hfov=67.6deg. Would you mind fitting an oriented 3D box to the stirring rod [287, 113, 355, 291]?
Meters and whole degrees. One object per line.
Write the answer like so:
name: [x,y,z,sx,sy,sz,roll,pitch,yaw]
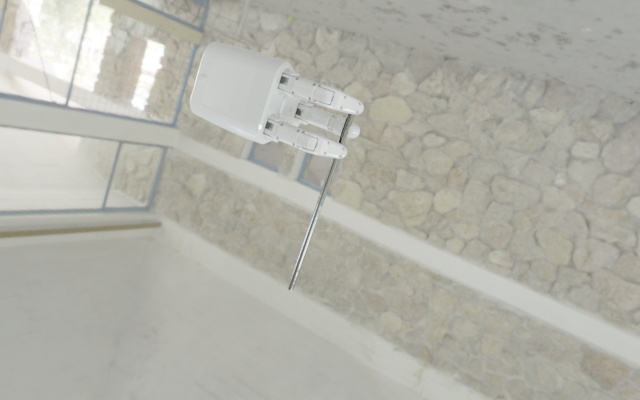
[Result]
stirring rod: [0.000,0.002,0.588,0.011,0.239,0.011,19,11,-4]
